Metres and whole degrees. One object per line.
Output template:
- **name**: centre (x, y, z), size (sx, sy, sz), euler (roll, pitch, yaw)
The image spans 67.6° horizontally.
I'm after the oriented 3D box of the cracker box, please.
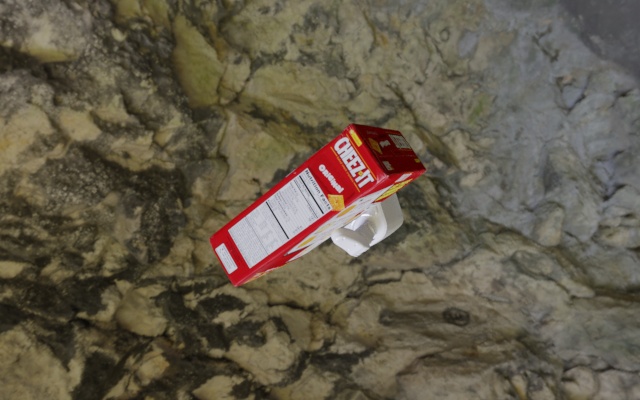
- **cracker box**: centre (0.000, 0.002, 0.551), size (0.214, 0.072, 0.164), euler (-37, -10, 23)
